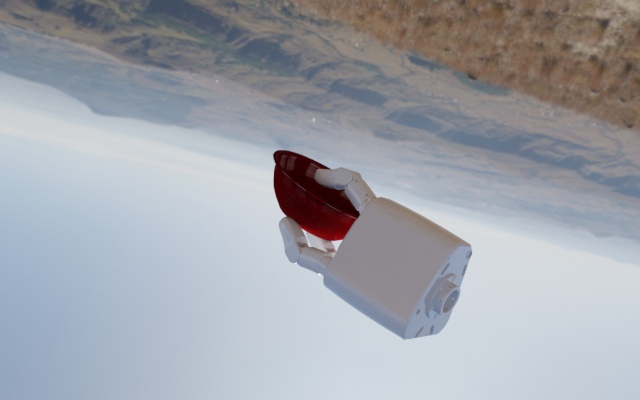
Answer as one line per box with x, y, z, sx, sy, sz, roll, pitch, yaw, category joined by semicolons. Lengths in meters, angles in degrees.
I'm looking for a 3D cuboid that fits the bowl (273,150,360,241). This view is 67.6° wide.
-0.001;0.002;0.597;0.162;0.055;0.162;29;17;-10;bowl
